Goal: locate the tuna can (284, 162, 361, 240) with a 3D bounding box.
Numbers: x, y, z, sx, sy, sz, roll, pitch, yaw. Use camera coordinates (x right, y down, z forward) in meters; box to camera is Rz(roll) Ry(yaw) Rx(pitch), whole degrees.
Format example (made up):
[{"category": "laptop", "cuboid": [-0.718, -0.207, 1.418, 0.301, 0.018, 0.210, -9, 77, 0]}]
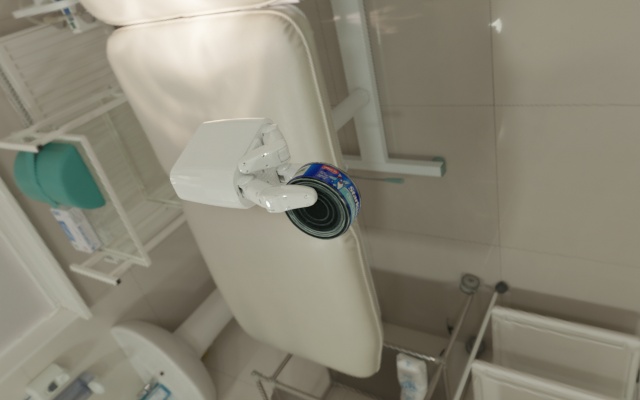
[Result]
[{"category": "tuna can", "cuboid": [0.000, 0.002, 0.535, 0.086, 0.086, 0.033, 0, 34, 30]}]
